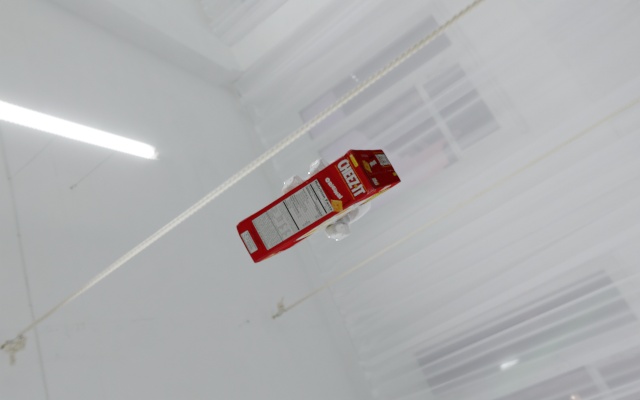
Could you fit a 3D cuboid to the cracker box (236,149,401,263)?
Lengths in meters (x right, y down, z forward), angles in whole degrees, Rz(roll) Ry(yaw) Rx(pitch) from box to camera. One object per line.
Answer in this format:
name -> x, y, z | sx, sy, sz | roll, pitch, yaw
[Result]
cracker box -> 0.000, 0.003, 0.724 | 0.214, 0.072, 0.164 | -32, -5, 21
